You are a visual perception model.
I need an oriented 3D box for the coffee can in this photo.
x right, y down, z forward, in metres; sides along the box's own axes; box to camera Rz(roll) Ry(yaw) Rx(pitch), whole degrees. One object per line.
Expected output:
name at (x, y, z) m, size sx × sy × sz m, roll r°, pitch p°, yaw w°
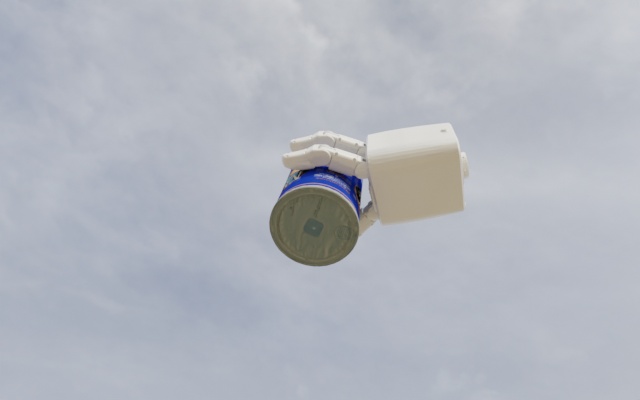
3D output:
coffee can at (0.000, 0.002, 0.599) m, size 0.103 × 0.103 × 0.140 m, roll 0°, pitch 26°, yaw 7°
